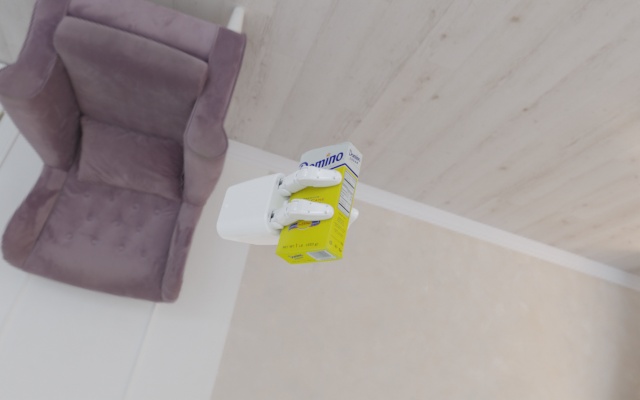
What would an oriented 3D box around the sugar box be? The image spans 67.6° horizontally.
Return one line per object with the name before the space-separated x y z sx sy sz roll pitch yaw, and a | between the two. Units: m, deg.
sugar box | 0.000 0.002 0.691 0.093 0.176 0.048 -10 -34 35
